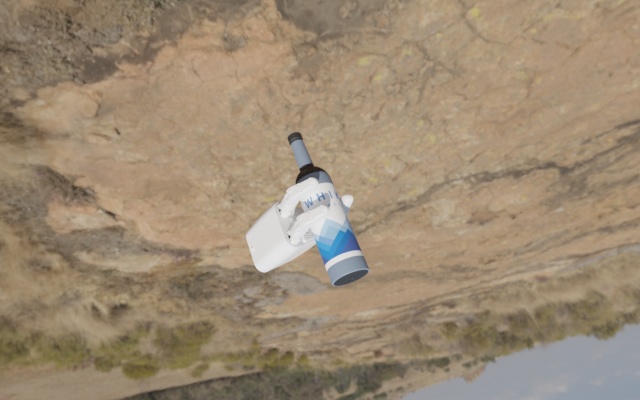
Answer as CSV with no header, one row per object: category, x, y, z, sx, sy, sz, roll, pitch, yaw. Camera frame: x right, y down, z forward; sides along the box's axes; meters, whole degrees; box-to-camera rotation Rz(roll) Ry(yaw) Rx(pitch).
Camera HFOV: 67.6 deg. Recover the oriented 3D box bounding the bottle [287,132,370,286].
bottle,0.000,0.003,0.845,0.069,0.295,0.069,-18,-24,-9
